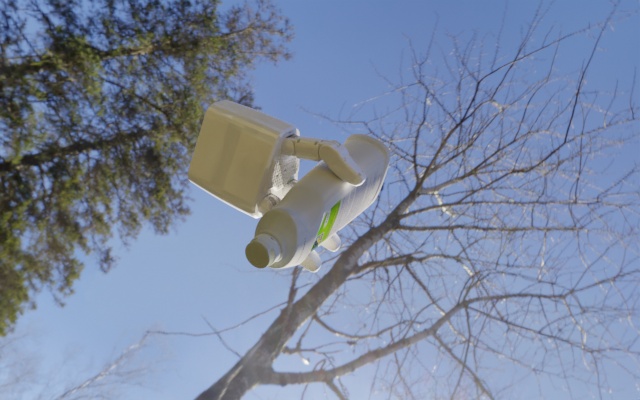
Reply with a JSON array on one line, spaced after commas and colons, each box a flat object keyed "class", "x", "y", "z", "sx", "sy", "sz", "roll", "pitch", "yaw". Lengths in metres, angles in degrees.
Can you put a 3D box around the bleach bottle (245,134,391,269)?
[{"class": "bleach bottle", "x": 0.000, "y": 0.002, "z": 0.550, "sx": 0.068, "sy": 0.103, "sz": 0.250, "roll": 25, "pitch": 31, "yaw": 19}]
